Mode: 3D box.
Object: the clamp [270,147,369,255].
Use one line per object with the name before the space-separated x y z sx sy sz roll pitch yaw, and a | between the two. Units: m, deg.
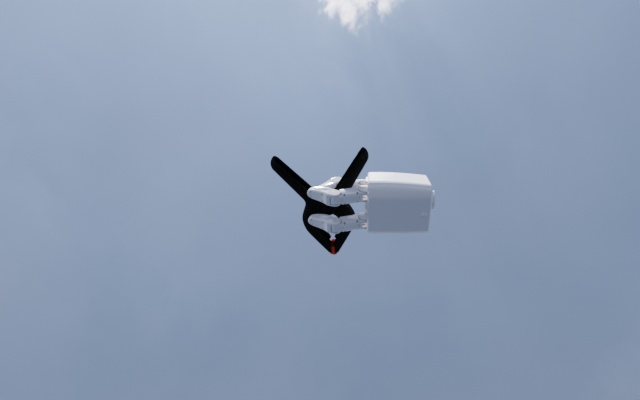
clamp | 0.000 0.003 0.839 0.164 0.210 0.036 2 31 7
